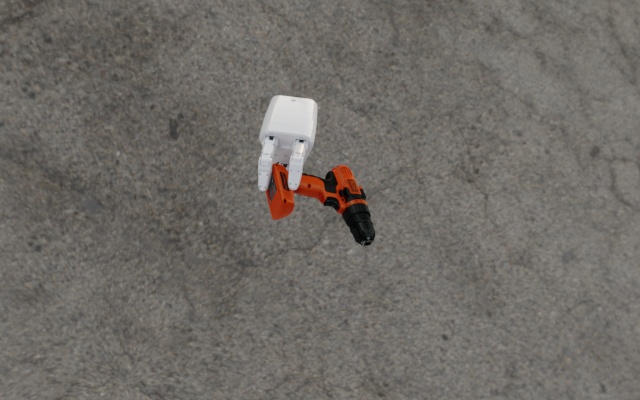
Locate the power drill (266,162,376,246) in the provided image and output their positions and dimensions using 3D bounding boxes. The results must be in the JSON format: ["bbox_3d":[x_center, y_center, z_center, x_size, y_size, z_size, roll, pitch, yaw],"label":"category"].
[{"bbox_3d":[0.000,0.003,0.866,0.187,0.184,0.057,7,-47,-28],"label":"power drill"}]
